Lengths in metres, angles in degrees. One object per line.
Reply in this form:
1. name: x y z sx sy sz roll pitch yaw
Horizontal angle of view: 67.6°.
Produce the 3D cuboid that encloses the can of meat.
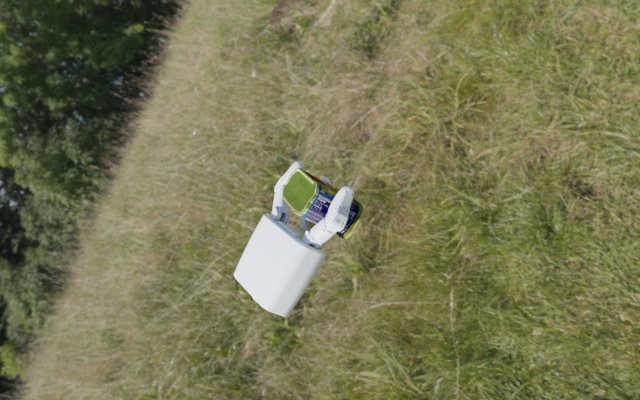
1. can of meat: 0.000 0.002 0.686 0.084 0.057 0.102 27 8 -29
